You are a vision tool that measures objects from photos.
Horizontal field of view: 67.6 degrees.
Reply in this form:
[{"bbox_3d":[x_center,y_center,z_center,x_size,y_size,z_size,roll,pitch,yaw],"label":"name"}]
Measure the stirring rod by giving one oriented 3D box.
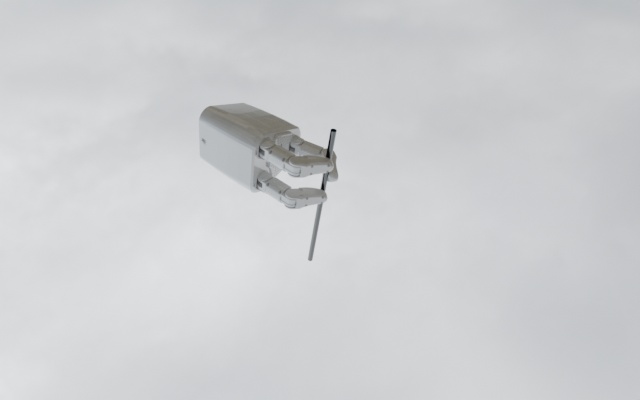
[{"bbox_3d":[0.000,0.002,0.680,0.011,0.240,0.011,6,40,-5],"label":"stirring rod"}]
